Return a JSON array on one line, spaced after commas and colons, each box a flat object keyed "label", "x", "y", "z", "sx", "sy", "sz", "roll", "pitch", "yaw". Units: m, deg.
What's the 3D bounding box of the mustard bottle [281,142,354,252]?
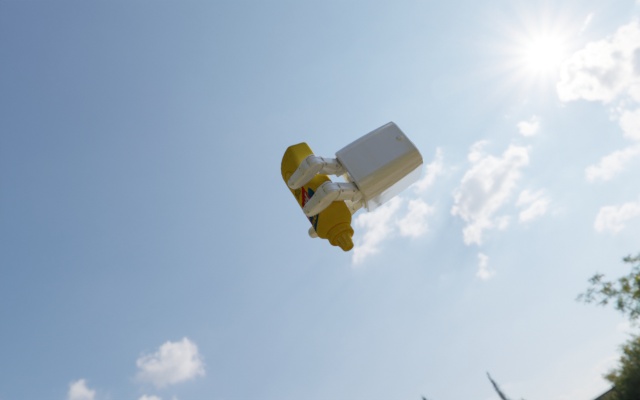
[{"label": "mustard bottle", "x": 0.000, "y": 0.002, "z": 0.749, "sx": 0.058, "sy": 0.191, "sz": 0.096, "roll": -18, "pitch": -37, "yaw": -21}]
